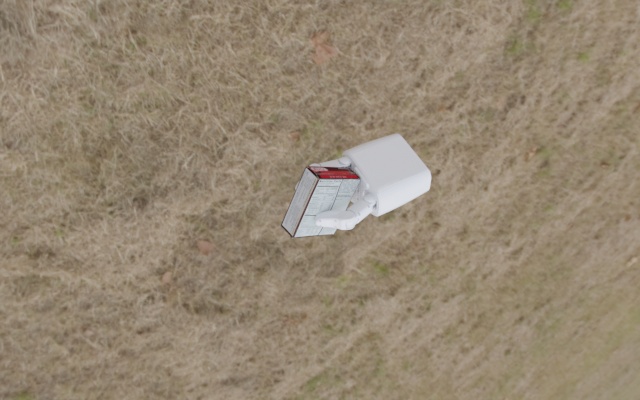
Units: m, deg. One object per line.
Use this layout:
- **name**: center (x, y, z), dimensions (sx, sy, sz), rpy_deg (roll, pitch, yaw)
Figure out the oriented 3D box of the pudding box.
- **pudding box**: center (0.000, 0.002, 0.731), dimensions (0.090, 0.113, 0.039), rpy_deg (-1, 34, -42)
